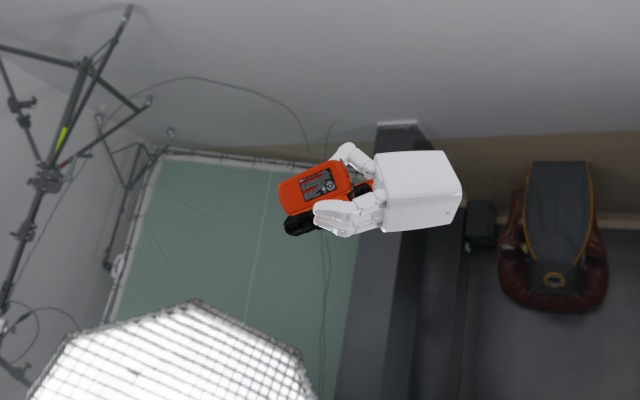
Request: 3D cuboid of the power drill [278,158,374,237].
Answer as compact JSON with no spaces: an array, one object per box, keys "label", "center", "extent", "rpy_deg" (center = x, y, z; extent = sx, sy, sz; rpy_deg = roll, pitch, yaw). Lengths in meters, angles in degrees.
[{"label":"power drill","center":[0.000,0.002,0.760],"extent":[0.184,0.057,0.188],"rpy_deg":[-25,-15,11]}]
